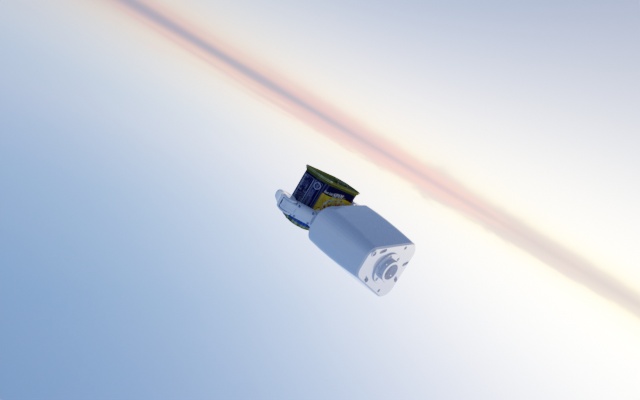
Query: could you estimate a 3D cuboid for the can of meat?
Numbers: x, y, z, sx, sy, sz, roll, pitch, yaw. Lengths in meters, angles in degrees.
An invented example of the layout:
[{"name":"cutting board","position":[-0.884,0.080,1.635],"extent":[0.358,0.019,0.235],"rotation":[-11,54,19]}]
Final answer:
[{"name":"can of meat","position":[0.000,0.003,0.731],"extent":[0.057,0.084,0.102],"rotation":[38,11,38]}]
